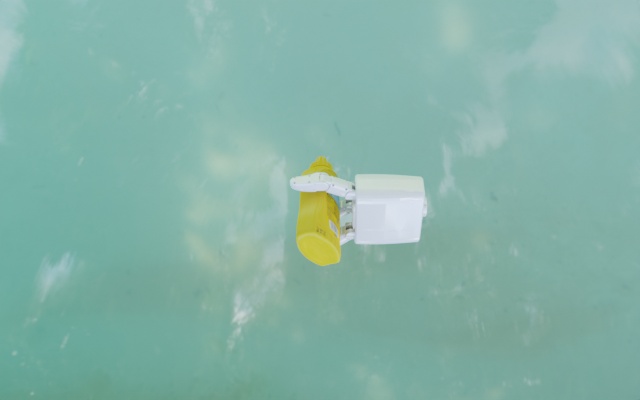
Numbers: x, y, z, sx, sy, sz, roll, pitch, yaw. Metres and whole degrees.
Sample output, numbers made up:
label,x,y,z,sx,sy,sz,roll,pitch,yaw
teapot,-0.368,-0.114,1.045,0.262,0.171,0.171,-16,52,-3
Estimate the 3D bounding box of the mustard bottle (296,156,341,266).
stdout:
label,x,y,z,sx,sy,sz,roll,pitch,yaw
mustard bottle,0.000,0.003,0.780,0.058,0.191,0.096,-16,-41,22
